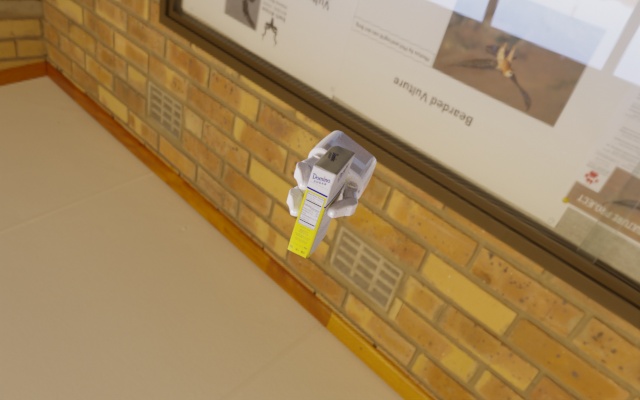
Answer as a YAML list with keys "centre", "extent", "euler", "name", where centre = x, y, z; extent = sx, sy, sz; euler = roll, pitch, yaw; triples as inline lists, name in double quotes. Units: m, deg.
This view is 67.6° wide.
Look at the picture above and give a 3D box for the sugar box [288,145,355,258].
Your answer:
- centre: [0.000, 0.002, 0.795]
  extent: [0.048, 0.176, 0.093]
  euler: [24, 34, 11]
  name: "sugar box"
